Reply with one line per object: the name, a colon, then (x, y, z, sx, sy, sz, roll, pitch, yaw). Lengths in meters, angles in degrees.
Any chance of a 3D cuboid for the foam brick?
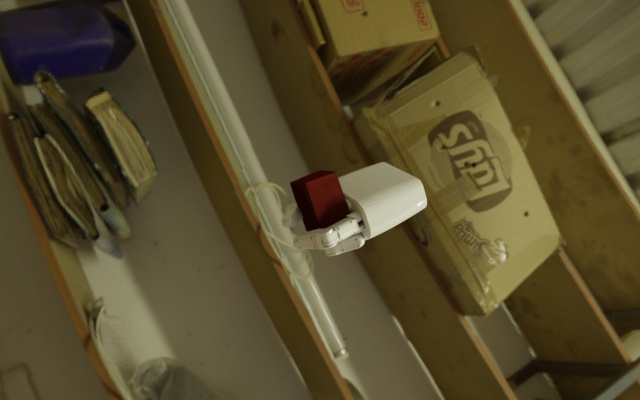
foam brick: (0.000, 0.002, 0.657, 0.051, 0.078, 0.053, -24, 15, -21)
